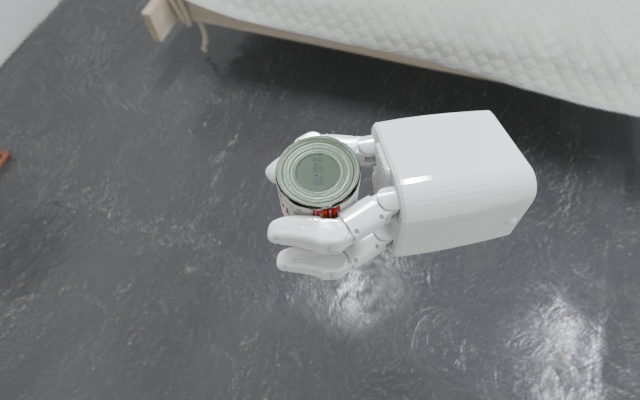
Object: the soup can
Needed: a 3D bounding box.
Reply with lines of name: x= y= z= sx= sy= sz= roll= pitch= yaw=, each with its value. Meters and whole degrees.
soup can: x=0.000 y=0.001 z=0.407 sx=0.068 sy=0.068 sz=0.102 roll=0 pitch=-29 yaw=2
